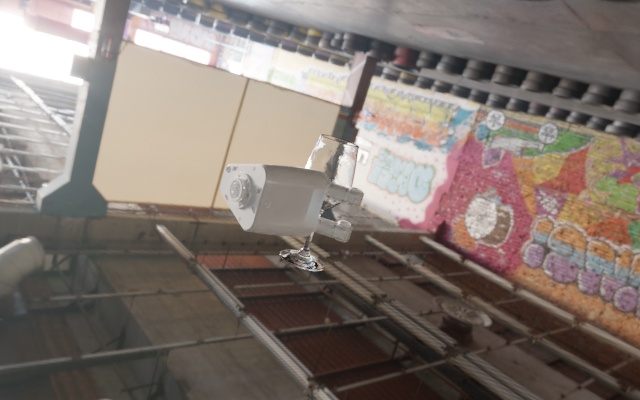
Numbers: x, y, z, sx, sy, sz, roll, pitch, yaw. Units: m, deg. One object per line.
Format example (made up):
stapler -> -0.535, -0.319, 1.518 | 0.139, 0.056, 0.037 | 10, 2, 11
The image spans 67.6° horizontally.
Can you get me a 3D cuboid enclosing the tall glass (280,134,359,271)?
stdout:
tall glass -> 0.000, 0.003, 0.738 | 0.079, 0.201, 0.079 | 17, 12, -4
